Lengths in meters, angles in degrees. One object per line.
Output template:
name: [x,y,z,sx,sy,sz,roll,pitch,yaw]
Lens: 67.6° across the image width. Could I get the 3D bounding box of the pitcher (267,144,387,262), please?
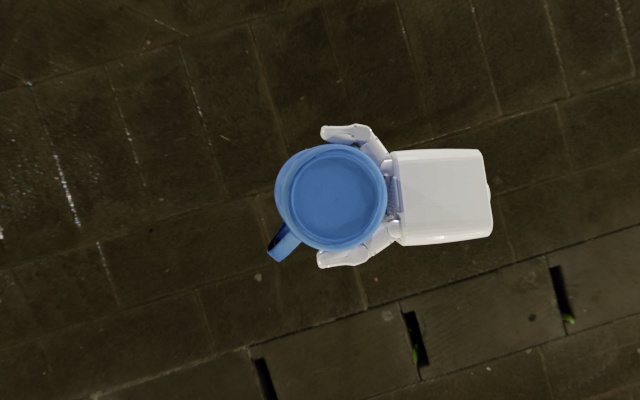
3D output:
pitcher: [0.000,0.002,0.585,0.145,0.149,0.243,-4,2,-3]
